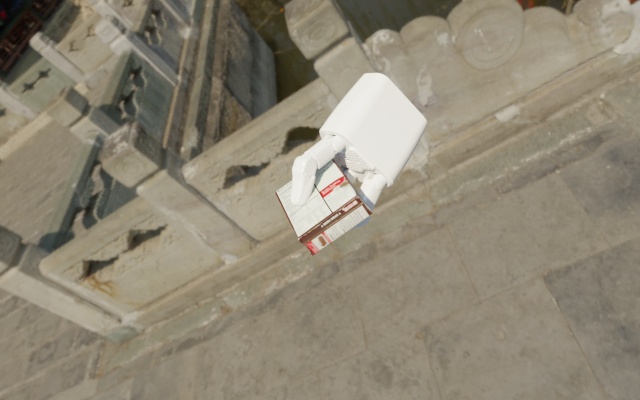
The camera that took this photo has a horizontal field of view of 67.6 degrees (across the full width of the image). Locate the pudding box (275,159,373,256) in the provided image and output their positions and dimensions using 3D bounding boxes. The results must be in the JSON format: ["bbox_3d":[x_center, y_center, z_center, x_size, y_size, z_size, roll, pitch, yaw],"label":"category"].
[{"bbox_3d":[0.000,0.002,0.593,0.090,0.039,0.113,-36,36,4],"label":"pudding box"}]
